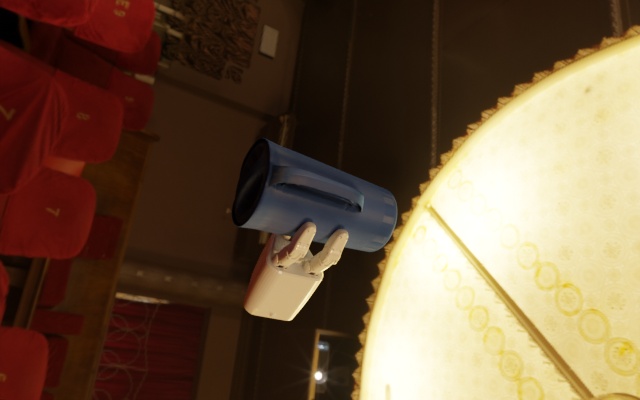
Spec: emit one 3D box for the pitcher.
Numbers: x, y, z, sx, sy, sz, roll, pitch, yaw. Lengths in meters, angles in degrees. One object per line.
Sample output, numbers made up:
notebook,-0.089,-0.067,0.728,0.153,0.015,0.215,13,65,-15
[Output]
pitcher,0.000,0.003,0.729,0.243,0.145,0.149,17,29,-26
